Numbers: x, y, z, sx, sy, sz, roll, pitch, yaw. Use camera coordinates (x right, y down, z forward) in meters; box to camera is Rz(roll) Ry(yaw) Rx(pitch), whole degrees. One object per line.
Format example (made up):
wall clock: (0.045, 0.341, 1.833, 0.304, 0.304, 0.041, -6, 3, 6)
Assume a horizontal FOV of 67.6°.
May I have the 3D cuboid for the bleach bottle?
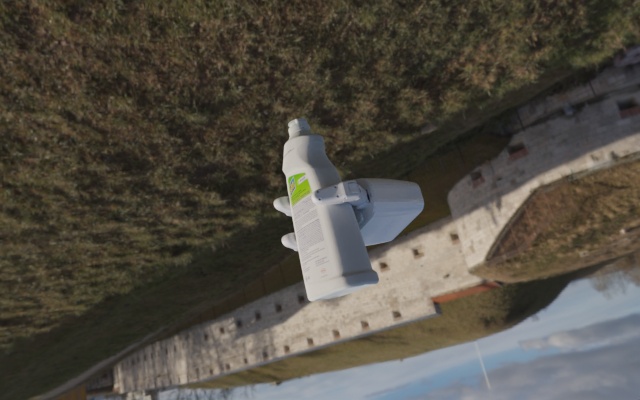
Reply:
bleach bottle: (0.000, 0.002, 0.648, 0.068, 0.250, 0.102, -1, -20, -37)
